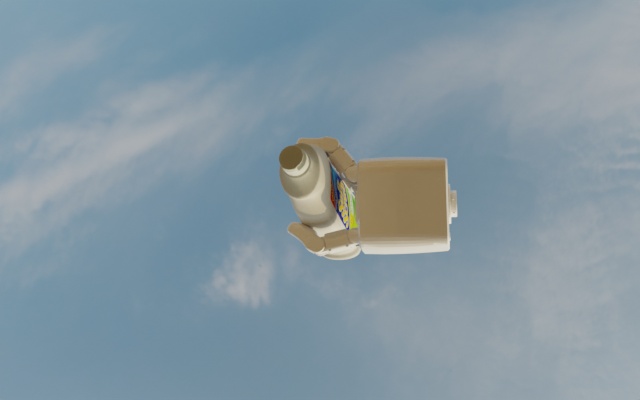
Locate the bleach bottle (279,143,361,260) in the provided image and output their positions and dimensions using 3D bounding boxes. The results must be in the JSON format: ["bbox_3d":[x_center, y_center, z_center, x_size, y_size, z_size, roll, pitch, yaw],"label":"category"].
[{"bbox_3d":[0.000,0.002,0.627,0.068,0.102,0.251,-4,-20,15],"label":"bleach bottle"}]
